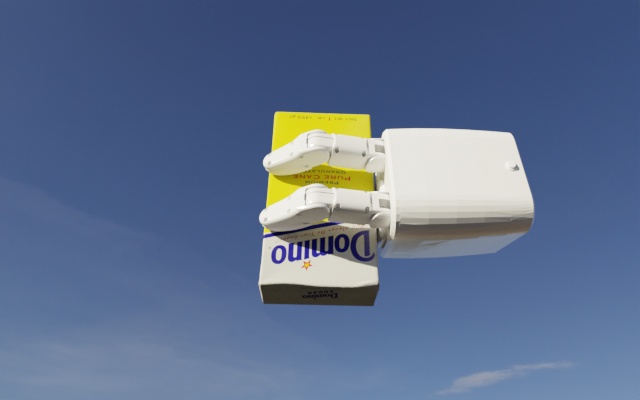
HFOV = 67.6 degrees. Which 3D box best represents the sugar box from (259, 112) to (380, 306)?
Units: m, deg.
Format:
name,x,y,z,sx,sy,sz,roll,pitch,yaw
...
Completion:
name,x,y,z,sx,sy,sz,roll,pitch,yaw
sugar box,0.000,0.001,0.416,0.093,0.176,0.048,1,-35,-1
